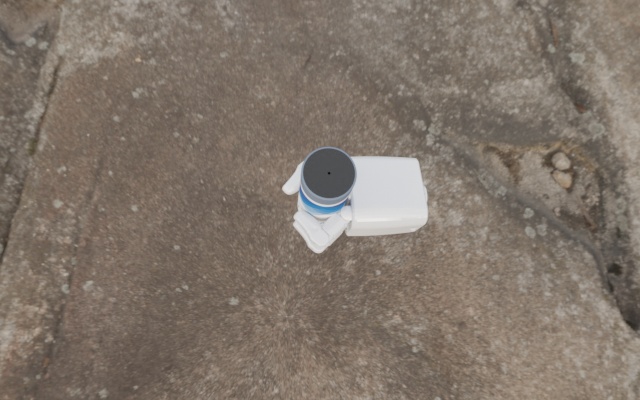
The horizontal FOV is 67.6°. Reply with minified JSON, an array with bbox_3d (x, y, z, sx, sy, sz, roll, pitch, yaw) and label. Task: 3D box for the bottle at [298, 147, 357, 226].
[{"bbox_3d":[0.000,0.002,0.705,0.069,0.069,0.296,0,-14,-4],"label":"bottle"}]
